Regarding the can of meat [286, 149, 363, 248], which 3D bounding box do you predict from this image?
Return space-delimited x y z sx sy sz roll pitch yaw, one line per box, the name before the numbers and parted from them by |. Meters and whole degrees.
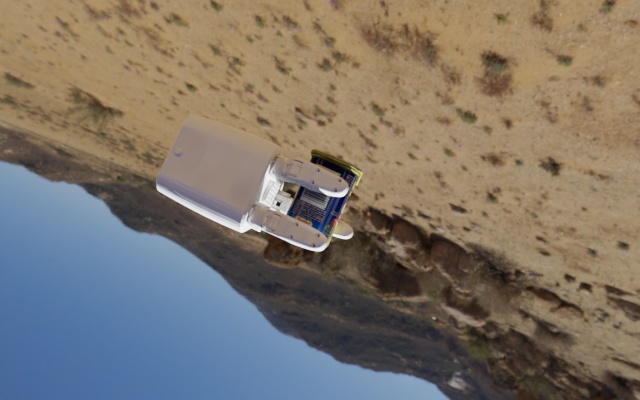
can of meat | 0.000 0.002 0.511 0.057 0.084 0.102 24 -7 3
